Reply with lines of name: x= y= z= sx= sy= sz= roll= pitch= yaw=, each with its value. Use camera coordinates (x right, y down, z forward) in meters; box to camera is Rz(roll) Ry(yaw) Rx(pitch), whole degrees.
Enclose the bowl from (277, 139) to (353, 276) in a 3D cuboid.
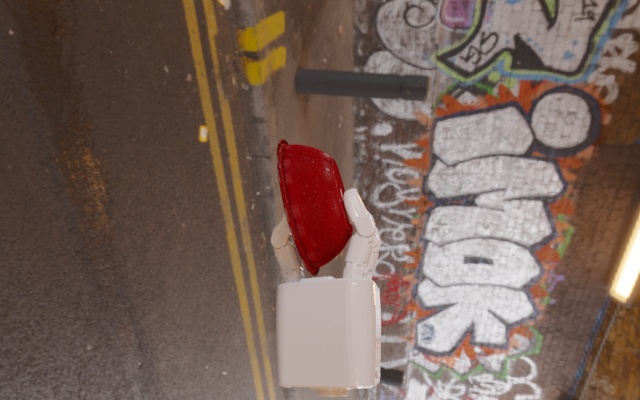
bowl: x=0.000 y=0.000 z=0.551 sx=0.055 sy=0.162 sz=0.162 roll=-14 pitch=-2 yaw=8
